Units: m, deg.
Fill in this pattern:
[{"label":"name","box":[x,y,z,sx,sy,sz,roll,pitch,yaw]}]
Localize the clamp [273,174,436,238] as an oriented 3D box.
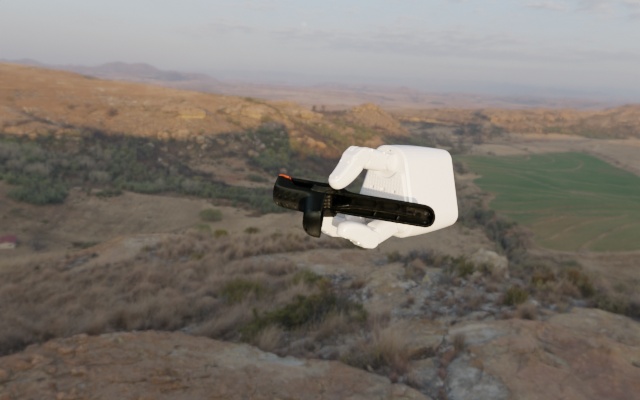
[{"label":"clamp","box":[0.000,0.001,0.545,0.164,0.036,0.210,-3,14,-42]}]
